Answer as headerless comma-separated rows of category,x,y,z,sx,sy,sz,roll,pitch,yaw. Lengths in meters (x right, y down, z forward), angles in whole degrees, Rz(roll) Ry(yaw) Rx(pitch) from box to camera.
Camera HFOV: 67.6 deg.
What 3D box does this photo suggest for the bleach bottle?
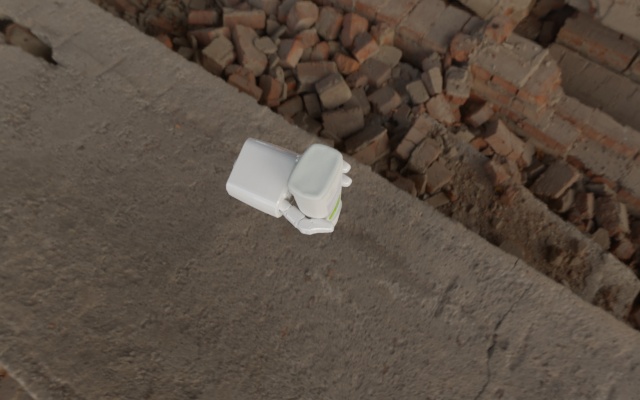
bleach bottle,0.000,0.003,0.854,0.068,0.102,0.251,24,-21,14
